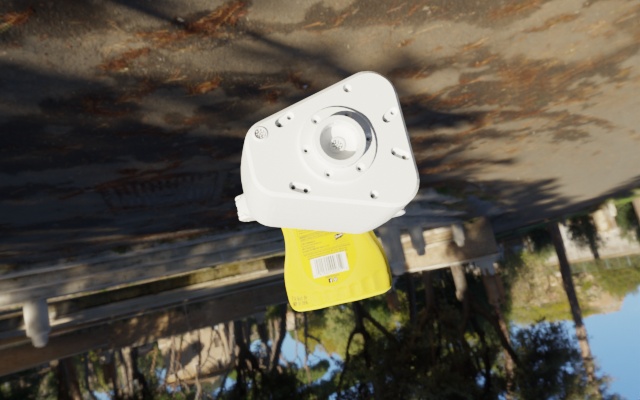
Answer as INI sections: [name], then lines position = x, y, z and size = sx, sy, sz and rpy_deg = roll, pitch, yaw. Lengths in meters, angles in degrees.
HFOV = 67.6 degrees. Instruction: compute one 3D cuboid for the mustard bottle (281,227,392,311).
[mustard bottle]
position = 0.000, 0.002, 0.456
size = 0.096, 0.191, 0.058
rpy_deg = -15, -9, 13
